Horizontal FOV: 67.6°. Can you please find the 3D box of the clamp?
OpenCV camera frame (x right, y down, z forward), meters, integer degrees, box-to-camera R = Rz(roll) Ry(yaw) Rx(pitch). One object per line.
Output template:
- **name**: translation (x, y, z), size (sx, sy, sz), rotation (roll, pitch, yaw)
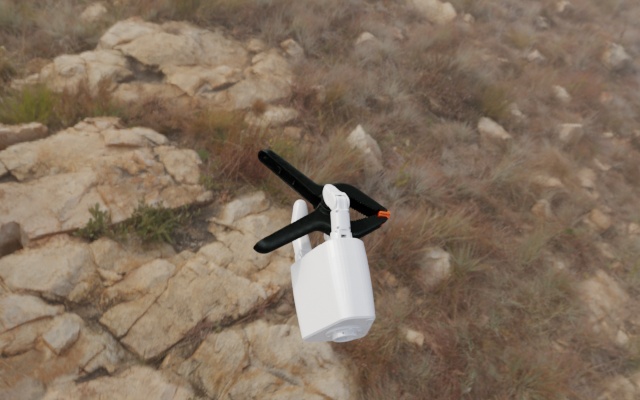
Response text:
- **clamp**: translation (0.001, 0.002, 0.693), size (0.210, 0.164, 0.036), rotation (4, -30, -22)
